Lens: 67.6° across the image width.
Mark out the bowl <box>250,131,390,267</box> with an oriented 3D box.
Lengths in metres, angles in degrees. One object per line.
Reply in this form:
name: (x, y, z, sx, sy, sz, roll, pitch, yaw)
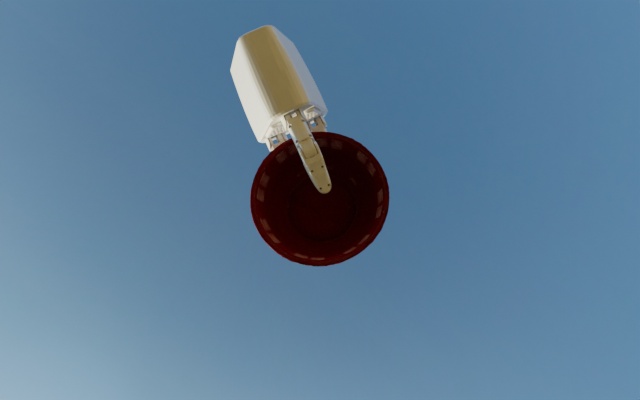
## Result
bowl: (0.000, 0.003, 0.574, 0.162, 0.162, 0.055, 0, -15, 4)
